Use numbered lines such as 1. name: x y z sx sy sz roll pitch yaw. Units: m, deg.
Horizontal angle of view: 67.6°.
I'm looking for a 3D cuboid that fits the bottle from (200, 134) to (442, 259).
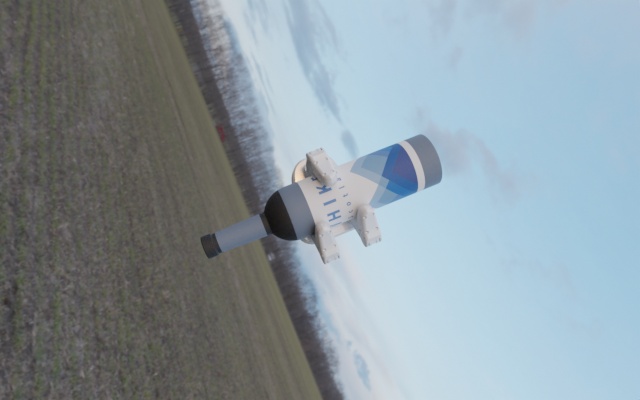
1. bottle: 0.000 0.002 0.577 0.295 0.069 0.069 -22 3 -8
